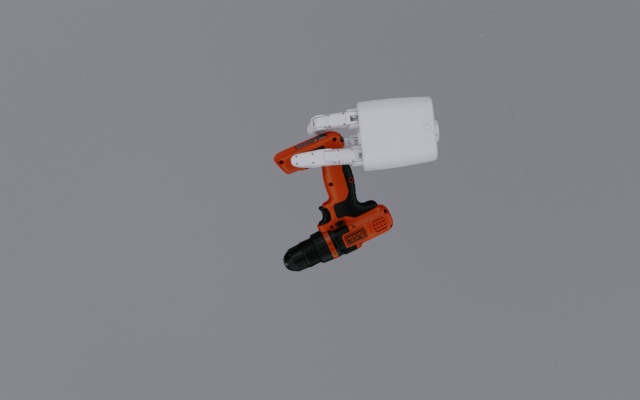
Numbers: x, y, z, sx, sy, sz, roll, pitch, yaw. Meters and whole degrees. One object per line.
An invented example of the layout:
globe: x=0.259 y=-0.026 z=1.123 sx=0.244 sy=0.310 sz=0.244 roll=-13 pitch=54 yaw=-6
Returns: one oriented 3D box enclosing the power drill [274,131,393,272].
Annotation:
power drill: x=0.000 y=0.002 z=0.731 sx=0.184 sy=0.188 sz=0.057 roll=-26 pitch=19 yaw=-4
